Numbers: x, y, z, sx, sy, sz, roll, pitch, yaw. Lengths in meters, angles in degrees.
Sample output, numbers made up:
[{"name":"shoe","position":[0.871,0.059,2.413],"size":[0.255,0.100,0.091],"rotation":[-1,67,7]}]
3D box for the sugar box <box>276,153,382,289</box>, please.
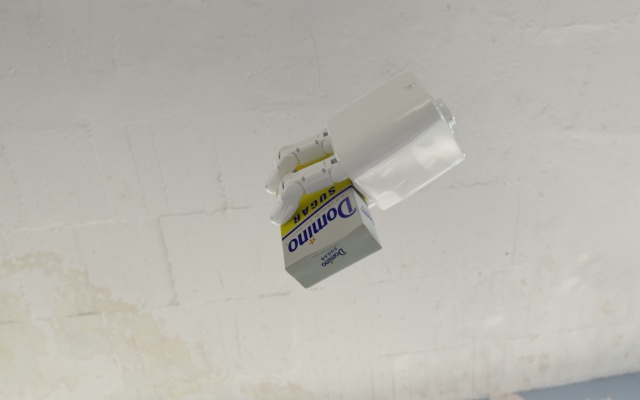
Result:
[{"name":"sugar box","position":[0.000,0.001,0.526],"size":[0.093,0.048,0.176],"rotation":[-31,36,14]}]
